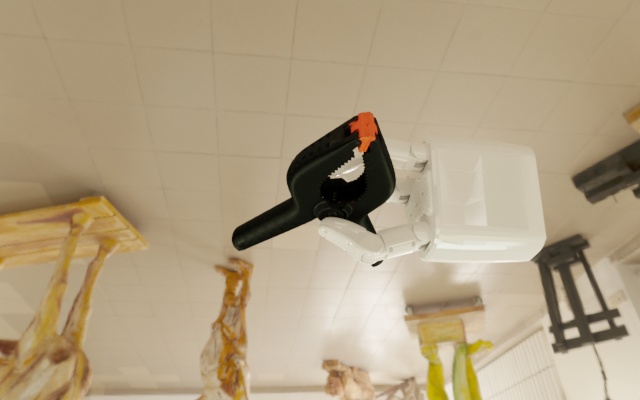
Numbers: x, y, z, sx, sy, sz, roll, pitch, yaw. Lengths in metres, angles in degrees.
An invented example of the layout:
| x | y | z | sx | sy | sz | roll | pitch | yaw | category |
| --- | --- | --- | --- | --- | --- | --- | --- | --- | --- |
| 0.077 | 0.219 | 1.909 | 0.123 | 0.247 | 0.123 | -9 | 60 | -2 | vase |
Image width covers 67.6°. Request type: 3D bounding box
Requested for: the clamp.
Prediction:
| x | y | z | sx | sy | sz | roll | pitch | yaw | category |
| --- | --- | --- | --- | --- | --- | --- | --- | --- | --- |
| 0.000 | 0.002 | 0.437 | 0.164 | 0.036 | 0.210 | 3 | -35 | -7 | clamp |
